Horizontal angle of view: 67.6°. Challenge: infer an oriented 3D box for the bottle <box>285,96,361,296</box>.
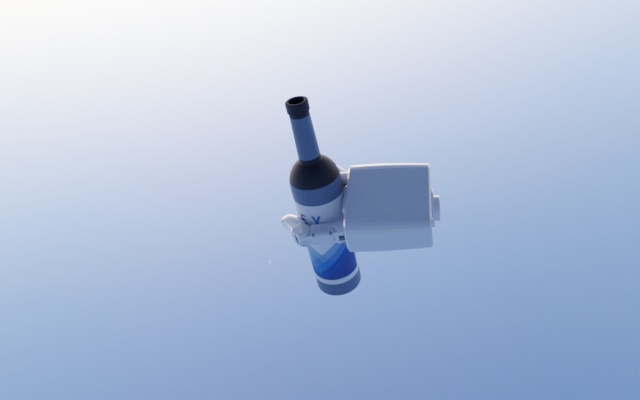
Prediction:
[{"bbox_3d":[0.000,0.002,0.633,0.069,0.296,0.069,-9,36,6],"label":"bottle"}]
